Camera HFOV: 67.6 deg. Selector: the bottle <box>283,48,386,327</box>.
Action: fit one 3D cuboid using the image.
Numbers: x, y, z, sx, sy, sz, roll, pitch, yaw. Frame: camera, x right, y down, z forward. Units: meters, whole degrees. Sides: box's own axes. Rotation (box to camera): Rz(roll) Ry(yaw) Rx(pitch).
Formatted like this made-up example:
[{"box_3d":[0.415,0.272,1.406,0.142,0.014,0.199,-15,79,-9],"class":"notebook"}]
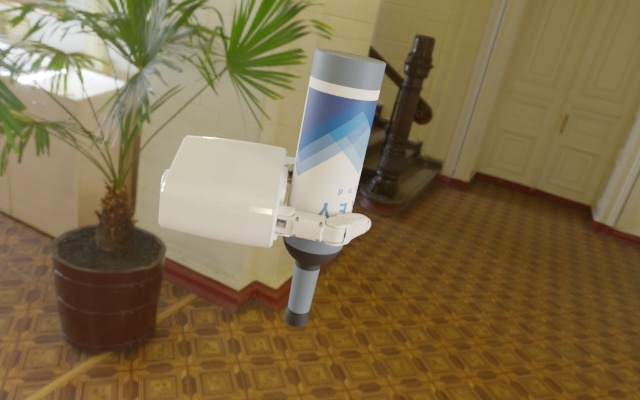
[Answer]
[{"box_3d":[0.000,0.001,0.491,0.069,0.296,0.069,10,21,-4],"class":"bottle"}]
